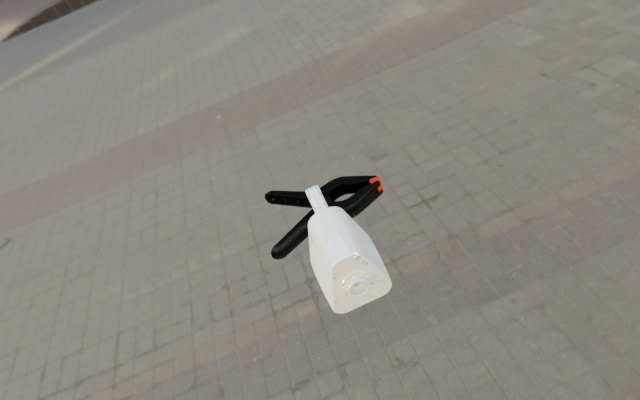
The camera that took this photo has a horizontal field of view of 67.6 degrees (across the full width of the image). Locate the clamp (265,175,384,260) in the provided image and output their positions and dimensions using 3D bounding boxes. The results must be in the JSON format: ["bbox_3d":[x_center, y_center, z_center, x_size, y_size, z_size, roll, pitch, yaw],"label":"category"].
[{"bbox_3d":[0.000,0.002,0.800,0.210,0.036,0.164,-25,39,-1],"label":"clamp"}]
